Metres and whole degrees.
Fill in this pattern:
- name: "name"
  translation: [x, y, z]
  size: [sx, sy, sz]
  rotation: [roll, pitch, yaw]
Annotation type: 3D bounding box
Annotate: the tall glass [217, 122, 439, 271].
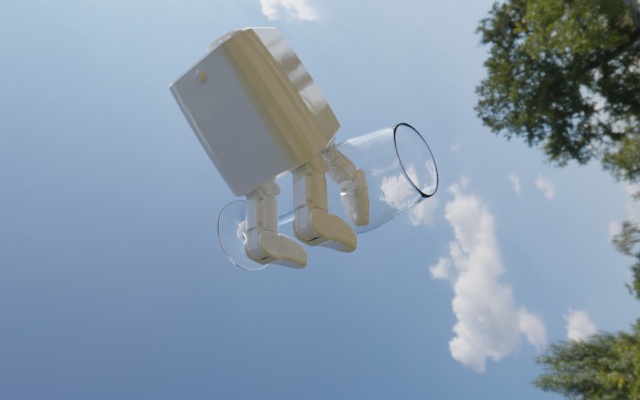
- name: "tall glass"
  translation: [0.000, 0.002, 0.422]
  size: [0.201, 0.079, 0.079]
  rotation: [-24, -14, 35]
